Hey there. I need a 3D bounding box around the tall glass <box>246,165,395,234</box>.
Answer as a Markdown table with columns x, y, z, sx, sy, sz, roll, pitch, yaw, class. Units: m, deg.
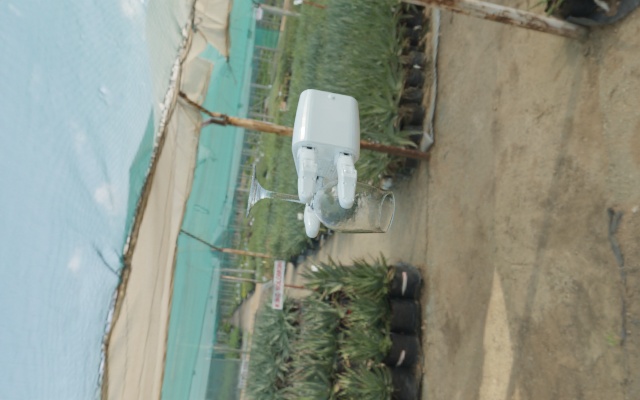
| x | y | z | sx | sy | sz | roll | pitch | yaw | class |
| --- | --- | --- | --- | --- | --- | --- | --- | --- | --- |
| -0.001 | 0.002 | 0.678 | 0.201 | 0.079 | 0.079 | 9 | -1 | -8 | tall glass |
